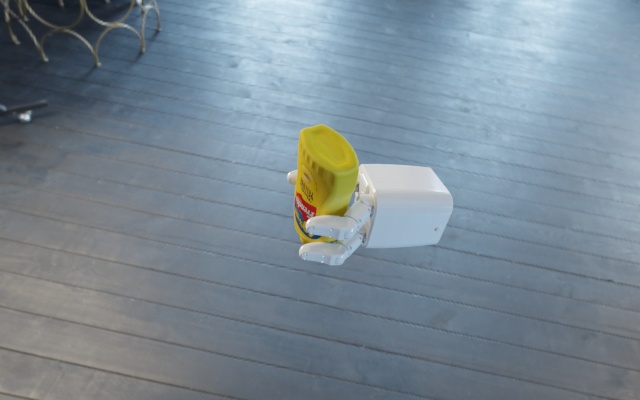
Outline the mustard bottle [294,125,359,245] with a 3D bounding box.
[{"bbox_3d":[0.000,0.002,0.631,0.058,0.192,0.096,-19,52,-25],"label":"mustard bottle"}]
